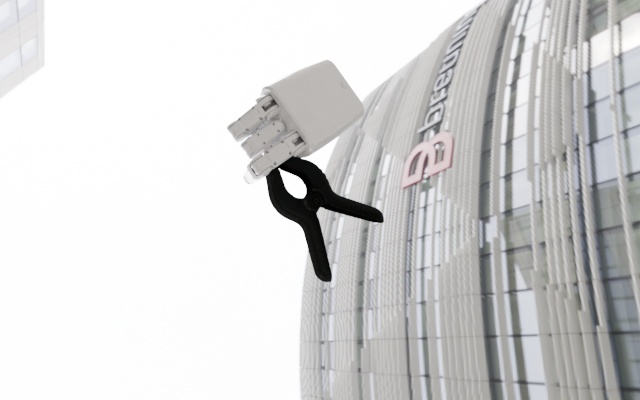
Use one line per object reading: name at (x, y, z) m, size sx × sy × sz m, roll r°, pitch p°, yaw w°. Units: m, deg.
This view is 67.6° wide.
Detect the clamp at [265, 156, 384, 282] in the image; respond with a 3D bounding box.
clamp at (0.000, 0.002, 0.600) m, size 0.120 × 0.171 × 0.039 m, roll -37°, pitch 5°, yaw -28°
